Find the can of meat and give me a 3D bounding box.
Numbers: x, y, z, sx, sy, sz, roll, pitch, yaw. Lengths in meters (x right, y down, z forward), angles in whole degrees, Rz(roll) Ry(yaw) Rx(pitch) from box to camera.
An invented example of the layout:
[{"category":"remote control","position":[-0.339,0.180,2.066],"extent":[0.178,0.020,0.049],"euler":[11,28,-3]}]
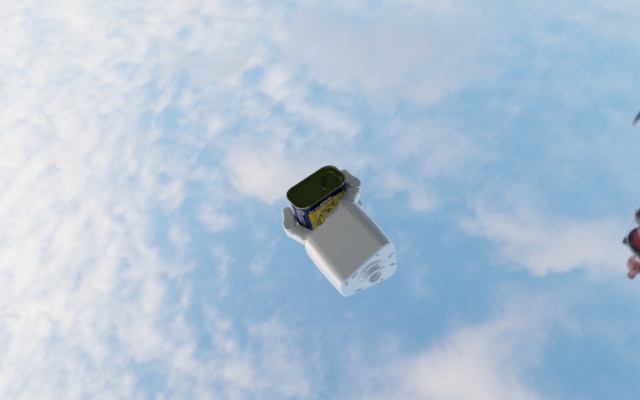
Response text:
[{"category":"can of meat","position":[0.000,0.003,0.821],"extent":[0.102,0.084,0.057],"euler":[-34,50,-16]}]
